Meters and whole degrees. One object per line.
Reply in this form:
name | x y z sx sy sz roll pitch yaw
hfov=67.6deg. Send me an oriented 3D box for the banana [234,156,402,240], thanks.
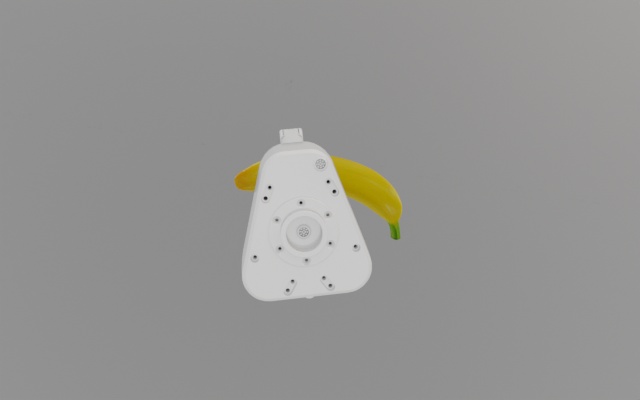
banana | 0.010 -0.015 0.515 0.198 0.069 0.037 19 9 -8
